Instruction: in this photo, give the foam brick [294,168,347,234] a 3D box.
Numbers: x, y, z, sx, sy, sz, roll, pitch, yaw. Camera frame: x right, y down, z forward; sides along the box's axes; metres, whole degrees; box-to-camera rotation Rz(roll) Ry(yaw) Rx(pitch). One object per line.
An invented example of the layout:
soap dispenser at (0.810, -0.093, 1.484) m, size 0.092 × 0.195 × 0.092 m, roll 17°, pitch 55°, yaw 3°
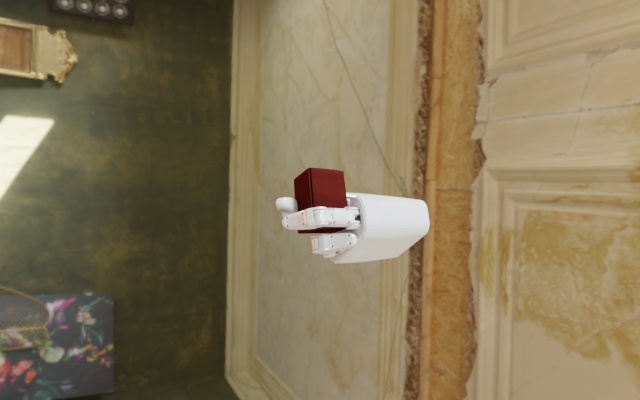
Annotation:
foam brick at (0.000, 0.002, 0.627) m, size 0.051 × 0.078 × 0.053 m, roll 1°, pitch -13°, yaw -26°
